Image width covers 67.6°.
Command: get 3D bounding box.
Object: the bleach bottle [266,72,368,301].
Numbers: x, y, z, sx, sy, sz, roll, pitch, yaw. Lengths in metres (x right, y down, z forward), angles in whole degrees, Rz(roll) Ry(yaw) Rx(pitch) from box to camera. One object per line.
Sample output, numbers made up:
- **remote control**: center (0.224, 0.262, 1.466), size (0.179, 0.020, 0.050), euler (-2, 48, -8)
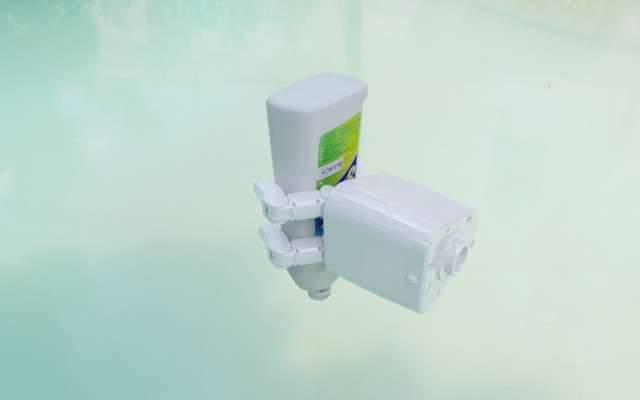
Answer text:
- **bleach bottle**: center (0.000, 0.002, 0.509), size (0.068, 0.251, 0.102), euler (23, 41, 33)
